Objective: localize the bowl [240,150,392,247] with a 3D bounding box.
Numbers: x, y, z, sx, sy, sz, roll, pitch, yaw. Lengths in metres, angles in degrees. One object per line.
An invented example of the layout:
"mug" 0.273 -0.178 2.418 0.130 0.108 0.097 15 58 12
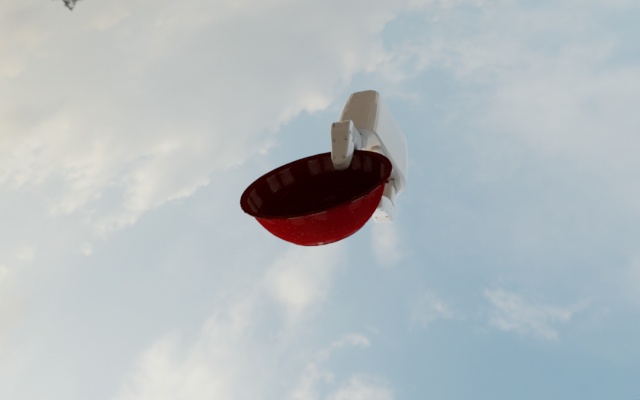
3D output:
"bowl" 0.000 0.003 0.503 0.162 0.055 0.162 -12 23 5
